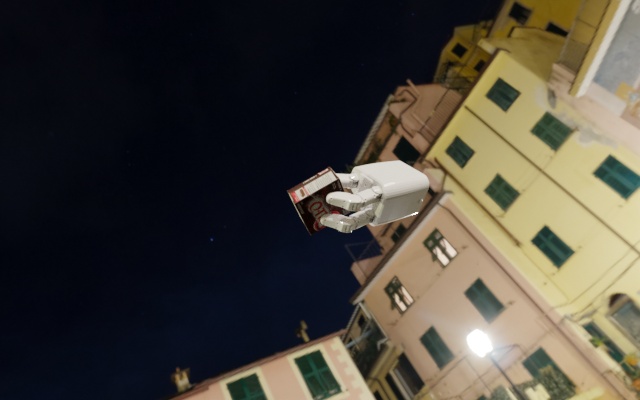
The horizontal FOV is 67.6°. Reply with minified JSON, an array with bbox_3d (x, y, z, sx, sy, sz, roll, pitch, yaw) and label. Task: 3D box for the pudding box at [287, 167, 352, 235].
[{"bbox_3d":[0.000,0.003,0.854,0.090,0.039,0.114,-31,-38,-4],"label":"pudding box"}]
